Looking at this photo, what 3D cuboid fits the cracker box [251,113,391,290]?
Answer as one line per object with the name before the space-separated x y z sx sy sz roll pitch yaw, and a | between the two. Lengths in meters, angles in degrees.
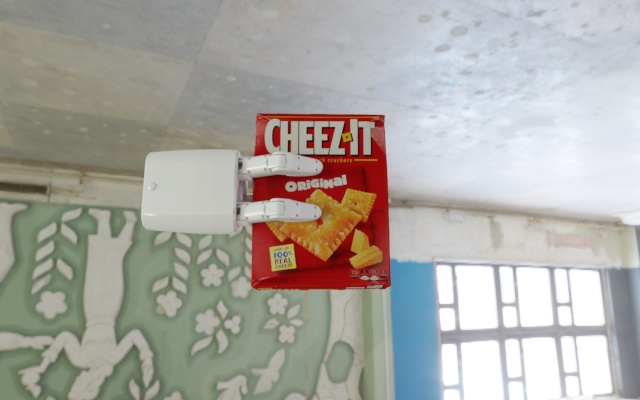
cracker box | 0.000 0.002 0.590 0.164 0.213 0.072 0 -13 -2
